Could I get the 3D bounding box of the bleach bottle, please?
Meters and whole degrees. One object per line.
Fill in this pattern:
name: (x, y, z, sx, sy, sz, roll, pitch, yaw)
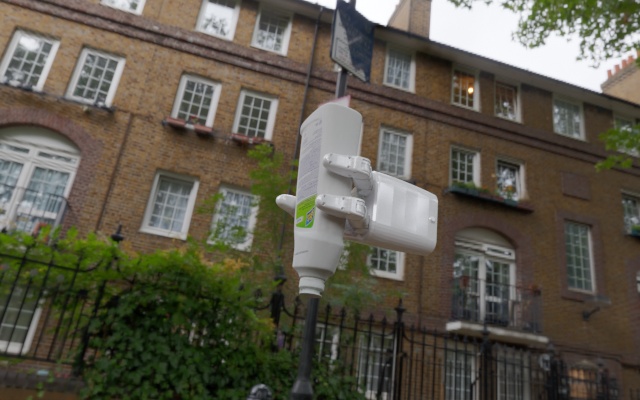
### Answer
bleach bottle: (0.000, 0.002, 0.631, 0.068, 0.250, 0.102, 17, -23, -21)
